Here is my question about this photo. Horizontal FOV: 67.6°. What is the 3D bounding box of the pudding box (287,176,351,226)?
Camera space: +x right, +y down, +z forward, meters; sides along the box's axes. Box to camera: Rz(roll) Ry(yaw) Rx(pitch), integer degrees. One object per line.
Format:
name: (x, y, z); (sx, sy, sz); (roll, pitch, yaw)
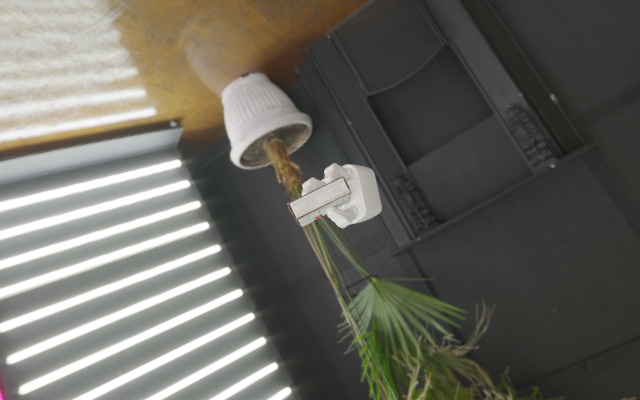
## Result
pudding box: (0.000, 0.003, 0.877); (0.113, 0.039, 0.090); (-28, -11, -3)
